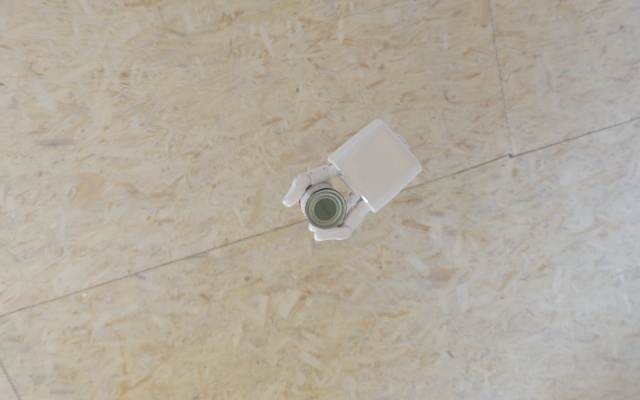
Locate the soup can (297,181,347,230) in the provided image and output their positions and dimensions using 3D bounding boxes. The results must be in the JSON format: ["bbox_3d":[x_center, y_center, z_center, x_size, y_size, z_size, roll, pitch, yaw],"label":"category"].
[{"bbox_3d":[0.000,0.003,0.782,0.068,0.068,0.102,0,13,-11],"label":"soup can"}]
